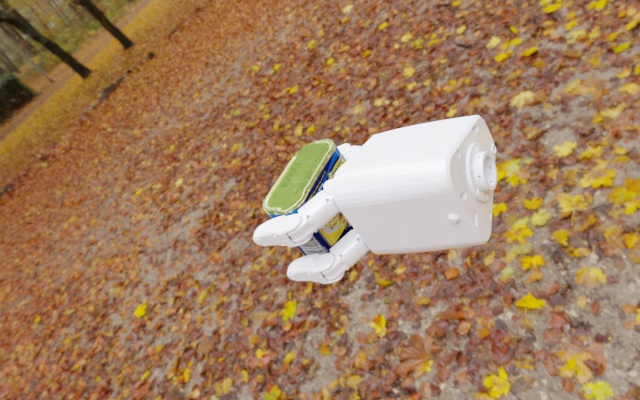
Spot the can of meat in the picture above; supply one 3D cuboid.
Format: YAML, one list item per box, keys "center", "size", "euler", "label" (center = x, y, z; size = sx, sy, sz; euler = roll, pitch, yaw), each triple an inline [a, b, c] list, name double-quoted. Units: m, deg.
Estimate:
- center: [0.000, 0.001, 0.481]
  size: [0.057, 0.102, 0.084]
  euler: [-3, -44, 42]
  label: "can of meat"
